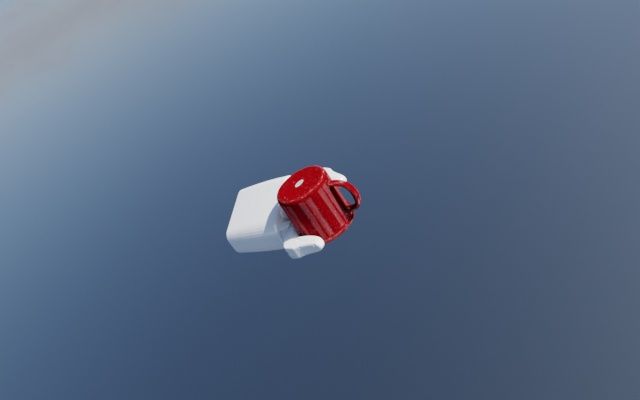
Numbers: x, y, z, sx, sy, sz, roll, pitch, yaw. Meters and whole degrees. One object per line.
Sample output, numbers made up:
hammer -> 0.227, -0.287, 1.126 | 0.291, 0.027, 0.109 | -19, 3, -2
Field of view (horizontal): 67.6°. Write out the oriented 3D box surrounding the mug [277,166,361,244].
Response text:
mug -> 0.001, 0.002, 0.681 | 0.117, 0.081, 0.093 | -14, 36, 31
